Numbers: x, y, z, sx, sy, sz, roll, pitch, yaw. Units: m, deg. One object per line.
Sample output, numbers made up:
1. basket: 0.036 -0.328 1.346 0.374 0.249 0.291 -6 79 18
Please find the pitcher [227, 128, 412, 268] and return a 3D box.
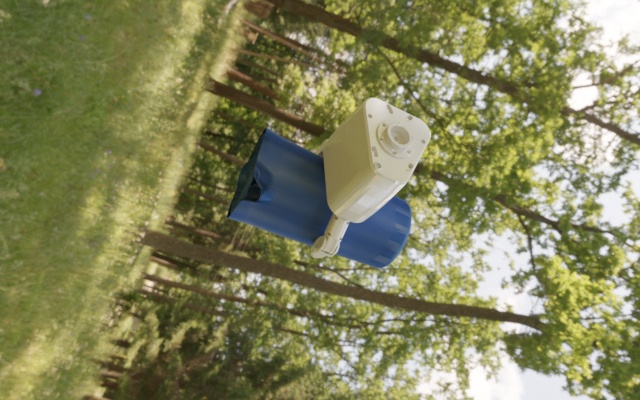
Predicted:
1. pitcher: 0.000 0.002 0.685 0.243 0.149 0.145 23 -33 -14
